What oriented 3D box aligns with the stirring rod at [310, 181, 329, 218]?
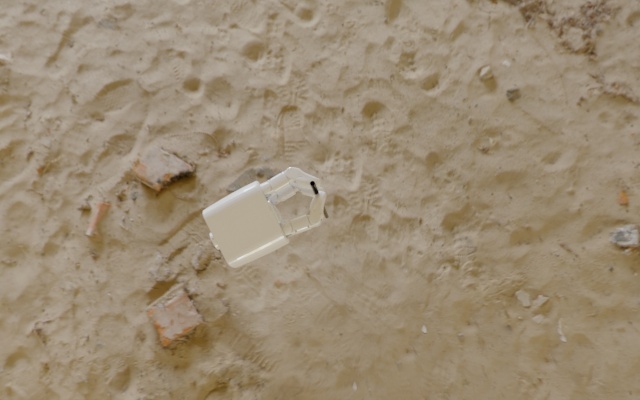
[{"bbox_3d":[0.000,0.003,0.866,0.011,0.011,0.239,0,-14,6],"label":"stirring rod"}]
